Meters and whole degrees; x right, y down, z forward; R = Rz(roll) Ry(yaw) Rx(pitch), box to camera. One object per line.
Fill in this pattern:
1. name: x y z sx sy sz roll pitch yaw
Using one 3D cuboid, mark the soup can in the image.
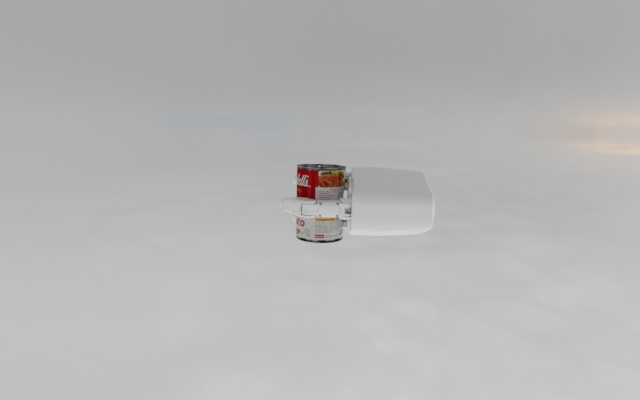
1. soup can: 0.000 0.002 0.663 0.068 0.102 0.068 2 9 0
